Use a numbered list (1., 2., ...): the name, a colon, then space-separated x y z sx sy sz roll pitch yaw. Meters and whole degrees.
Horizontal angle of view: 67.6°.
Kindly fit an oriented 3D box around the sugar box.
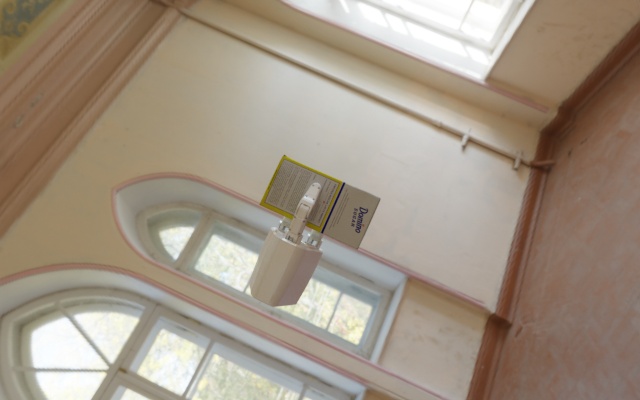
1. sugar box: 0.000 0.003 0.783 0.176 0.093 0.048 25 0 5
